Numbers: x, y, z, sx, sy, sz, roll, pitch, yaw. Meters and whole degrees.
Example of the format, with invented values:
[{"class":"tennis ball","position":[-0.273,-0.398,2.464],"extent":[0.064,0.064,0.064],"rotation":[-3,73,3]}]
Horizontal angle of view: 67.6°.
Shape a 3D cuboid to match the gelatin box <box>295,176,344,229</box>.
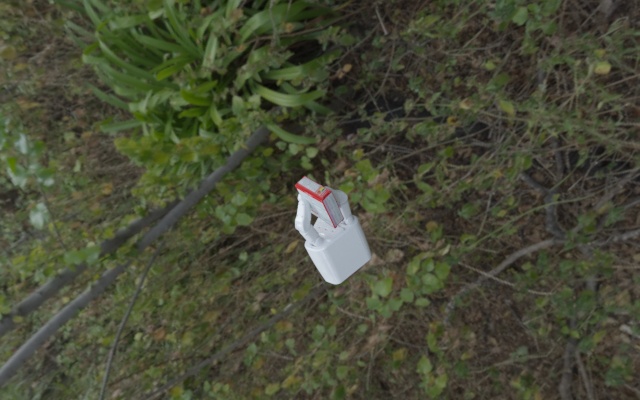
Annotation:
[{"class":"gelatin box","position":[0.000,0.003,0.885],"extent":[0.073,0.030,0.089],"rotation":[31,-20,38]}]
